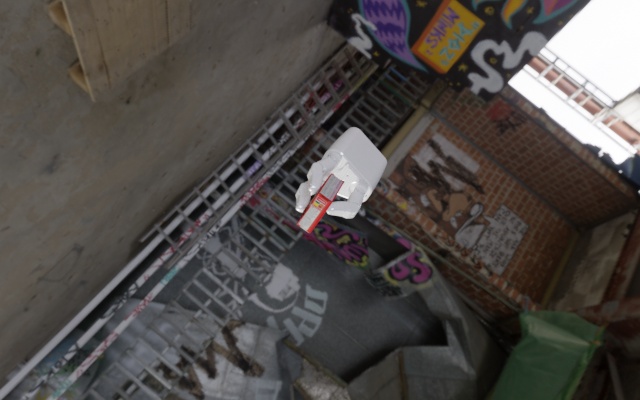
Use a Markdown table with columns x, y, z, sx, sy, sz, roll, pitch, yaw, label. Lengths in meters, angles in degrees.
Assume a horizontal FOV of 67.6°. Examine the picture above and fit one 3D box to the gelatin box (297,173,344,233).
| x | y | z | sx | sy | sz | roll | pitch | yaw | label |
| --- | --- | --- | --- | --- | --- | --- | --- | --- | --- |
| 0.000 | 0.003 | 0.797 | 0.030 | 0.073 | 0.089 | 35 | 30 | -2 | gelatin box |
